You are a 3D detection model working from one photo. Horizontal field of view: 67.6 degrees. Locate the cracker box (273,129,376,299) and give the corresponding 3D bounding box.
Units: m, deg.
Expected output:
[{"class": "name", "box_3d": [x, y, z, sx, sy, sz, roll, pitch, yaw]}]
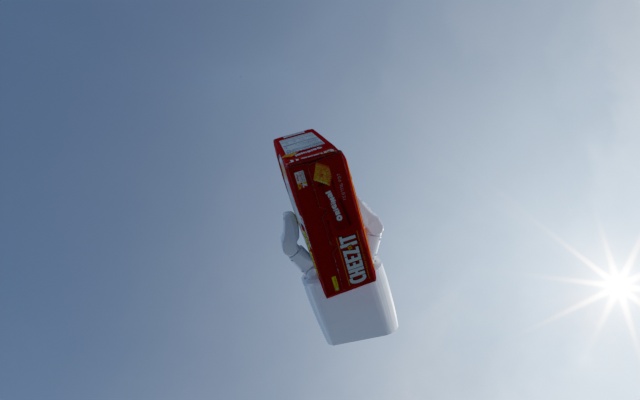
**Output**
[{"class": "cracker box", "box_3d": [0.000, 0.002, 0.622, 0.072, 0.164, 0.213, -18, 17, -4]}]
